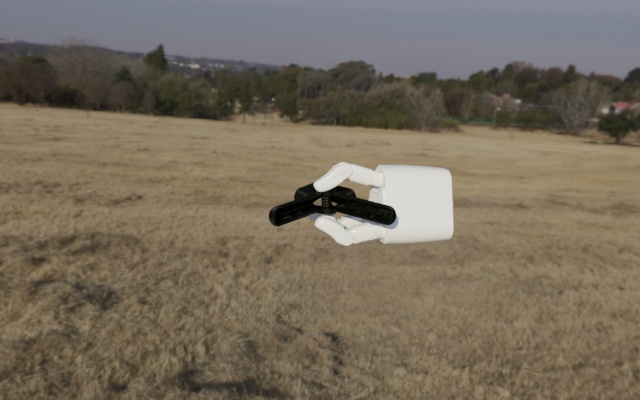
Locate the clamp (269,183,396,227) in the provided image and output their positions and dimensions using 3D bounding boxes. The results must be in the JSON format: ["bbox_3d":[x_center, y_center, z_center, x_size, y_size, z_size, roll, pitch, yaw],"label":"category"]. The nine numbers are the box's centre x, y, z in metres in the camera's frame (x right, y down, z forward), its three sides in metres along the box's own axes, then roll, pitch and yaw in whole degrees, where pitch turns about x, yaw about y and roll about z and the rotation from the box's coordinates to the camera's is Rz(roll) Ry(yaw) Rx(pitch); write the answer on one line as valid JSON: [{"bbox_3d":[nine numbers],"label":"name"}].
[{"bbox_3d":[0.000,0.001,0.697,0.164,0.036,0.210,-1,12,-11],"label":"clamp"}]
